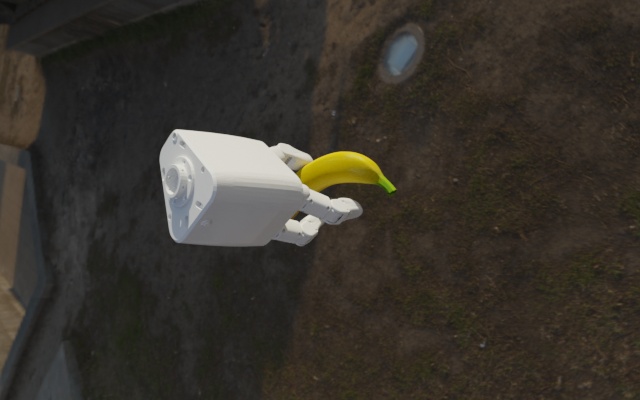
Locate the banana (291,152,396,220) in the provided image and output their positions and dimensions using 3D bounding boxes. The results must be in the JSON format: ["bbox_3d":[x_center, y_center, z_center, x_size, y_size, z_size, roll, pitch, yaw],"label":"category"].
[{"bbox_3d":[-0.001,-0.017,0.593,0.198,0.069,0.037,-18,-12,41],"label":"banana"}]
